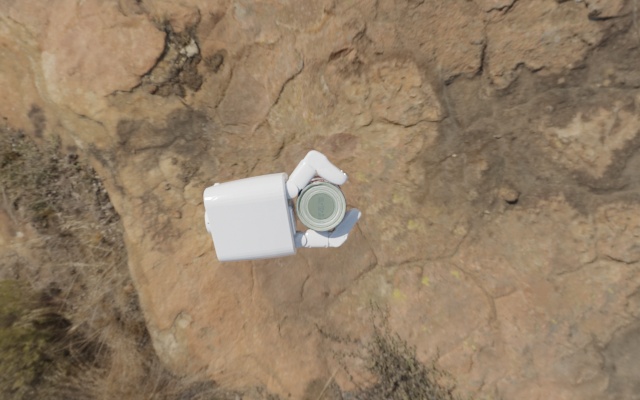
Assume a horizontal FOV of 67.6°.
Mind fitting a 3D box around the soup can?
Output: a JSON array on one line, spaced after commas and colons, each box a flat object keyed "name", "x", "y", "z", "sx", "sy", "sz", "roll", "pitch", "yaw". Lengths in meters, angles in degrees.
[{"name": "soup can", "x": 0.001, "y": 0.002, "z": 0.664, "sx": 0.068, "sy": 0.068, "sz": 0.102, "roll": 0, "pitch": 6, "yaw": -1}]
